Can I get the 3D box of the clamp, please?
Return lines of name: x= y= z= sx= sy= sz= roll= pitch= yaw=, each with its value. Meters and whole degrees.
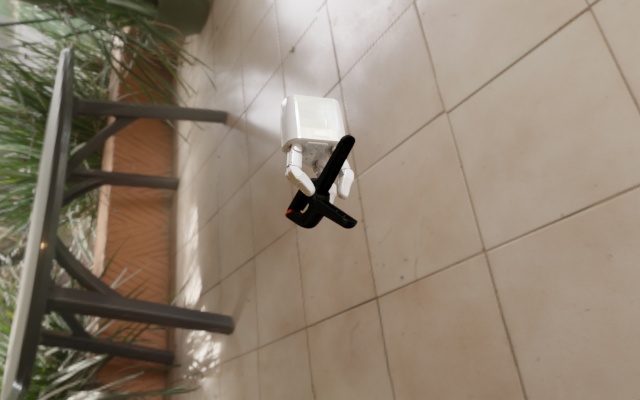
clamp: x=-0.001 y=0.003 z=0.839 sx=0.036 sy=0.164 sz=0.210 roll=15 pitch=-34 yaw=-29
